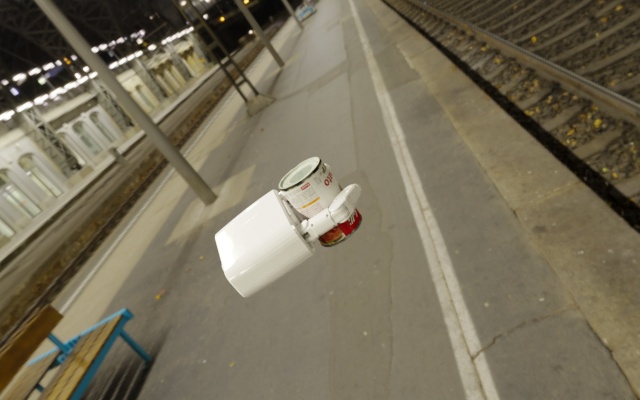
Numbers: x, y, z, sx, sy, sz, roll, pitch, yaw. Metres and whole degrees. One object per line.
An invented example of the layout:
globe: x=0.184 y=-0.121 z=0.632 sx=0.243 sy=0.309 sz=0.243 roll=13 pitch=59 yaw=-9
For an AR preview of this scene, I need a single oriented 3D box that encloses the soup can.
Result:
soup can: x=0.000 y=0.002 z=0.631 sx=0.068 sy=0.102 sz=0.068 roll=-31 pitch=22 yaw=14
